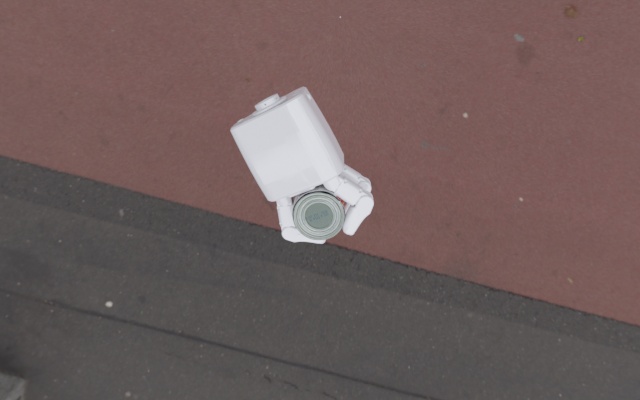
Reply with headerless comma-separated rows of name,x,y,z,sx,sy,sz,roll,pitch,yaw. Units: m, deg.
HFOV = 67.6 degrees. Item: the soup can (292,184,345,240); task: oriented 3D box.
soup can,0.000,0.003,0.635,0.068,0.068,0.102,0,21,2
